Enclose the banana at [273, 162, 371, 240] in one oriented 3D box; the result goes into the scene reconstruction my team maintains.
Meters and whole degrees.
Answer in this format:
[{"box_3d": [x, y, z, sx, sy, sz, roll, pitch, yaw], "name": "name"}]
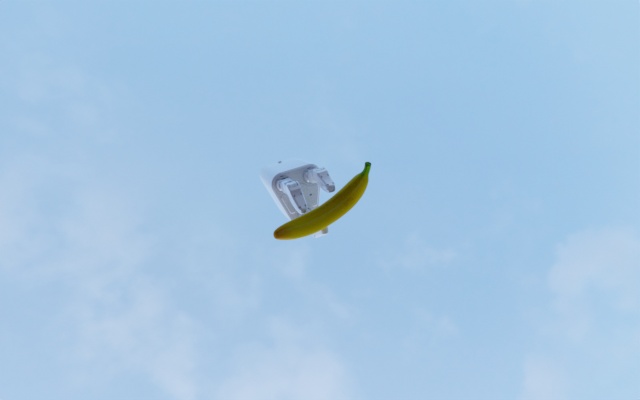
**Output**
[{"box_3d": [0.010, 0.012, 0.798, 0.037, 0.198, 0.070, 46, -8, 45], "name": "banana"}]
